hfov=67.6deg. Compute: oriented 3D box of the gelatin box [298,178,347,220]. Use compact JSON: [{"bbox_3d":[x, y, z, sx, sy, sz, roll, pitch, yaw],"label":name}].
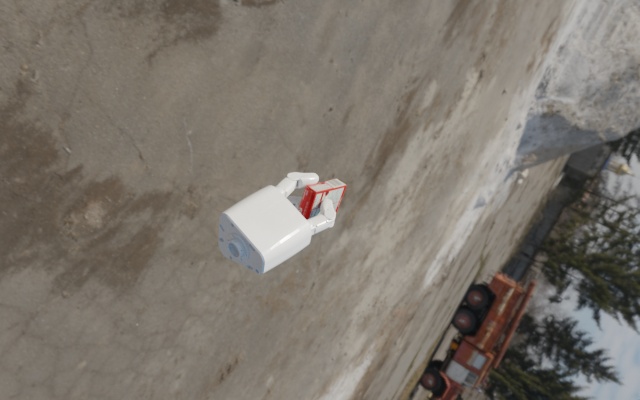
[{"bbox_3d":[0.001,0.003,0.865,0.030,0.073,0.089,36,32,30],"label":"gelatin box"}]
